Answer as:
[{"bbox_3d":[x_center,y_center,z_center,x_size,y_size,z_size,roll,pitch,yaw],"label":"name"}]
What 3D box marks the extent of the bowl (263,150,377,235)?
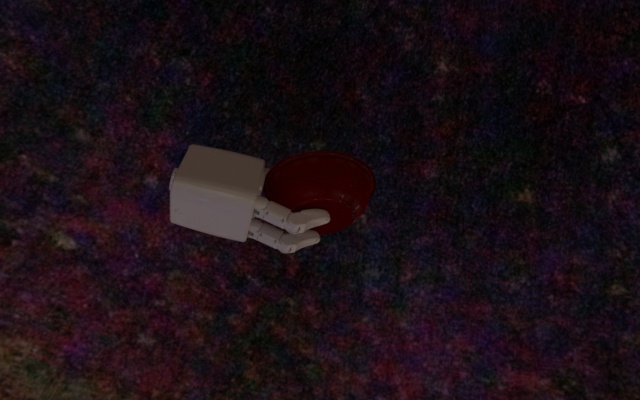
[{"bbox_3d":[0.001,0.003,0.664,0.162,0.055,0.162,-2,-35,-1],"label":"bowl"}]
